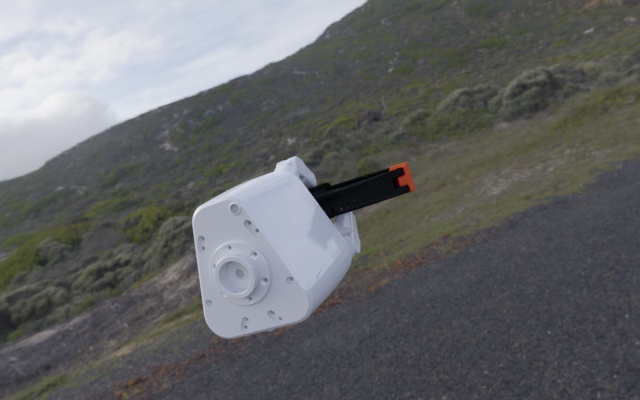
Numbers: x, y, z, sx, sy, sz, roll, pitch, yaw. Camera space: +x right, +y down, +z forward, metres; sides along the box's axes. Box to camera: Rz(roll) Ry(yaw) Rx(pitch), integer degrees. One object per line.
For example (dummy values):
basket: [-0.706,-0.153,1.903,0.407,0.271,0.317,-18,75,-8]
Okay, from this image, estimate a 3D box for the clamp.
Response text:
clamp: [0.000,0.001,0.516,0.210,0.036,0.164,-17,5,20]
